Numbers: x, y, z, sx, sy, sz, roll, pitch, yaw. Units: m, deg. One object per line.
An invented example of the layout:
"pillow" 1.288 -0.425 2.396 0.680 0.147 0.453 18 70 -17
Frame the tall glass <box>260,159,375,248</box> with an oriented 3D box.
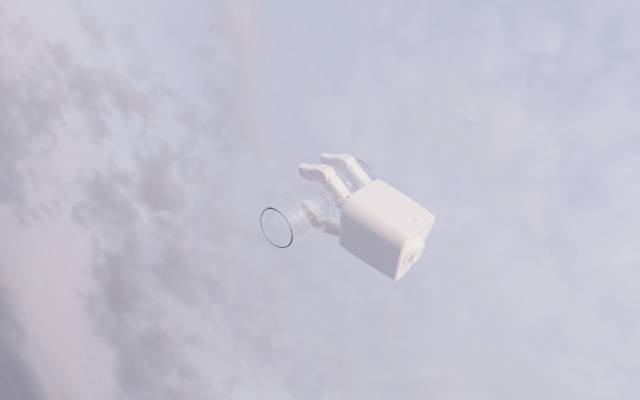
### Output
"tall glass" 0.000 0.002 0.732 0.079 0.079 0.201 0 21 43
